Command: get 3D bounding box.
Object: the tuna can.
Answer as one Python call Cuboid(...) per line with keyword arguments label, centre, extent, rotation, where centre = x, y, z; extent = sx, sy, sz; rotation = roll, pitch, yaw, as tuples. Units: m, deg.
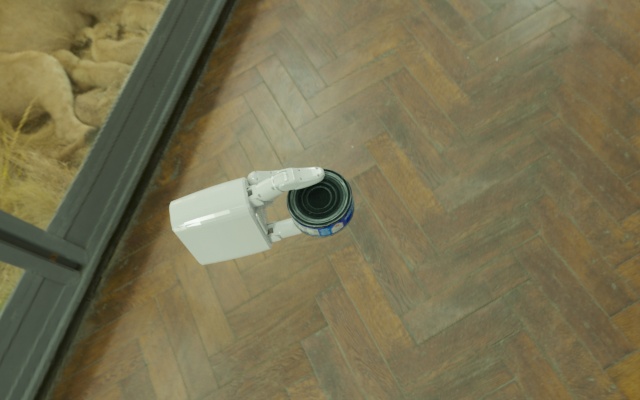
Cuboid(label="tuna can", centre=(0.000, 0.002, 0.615), extent=(0.086, 0.086, 0.034), rotation=(0, -25, 9))
